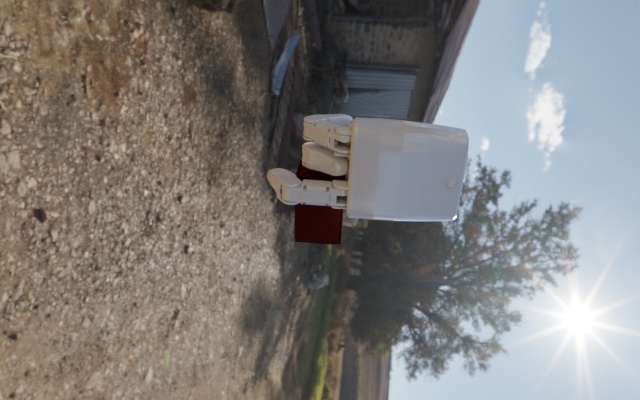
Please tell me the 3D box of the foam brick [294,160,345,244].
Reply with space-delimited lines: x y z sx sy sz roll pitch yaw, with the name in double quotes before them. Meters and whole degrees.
"foam brick" 0.000 0.002 0.516 0.051 0.078 0.053 3 25 2
